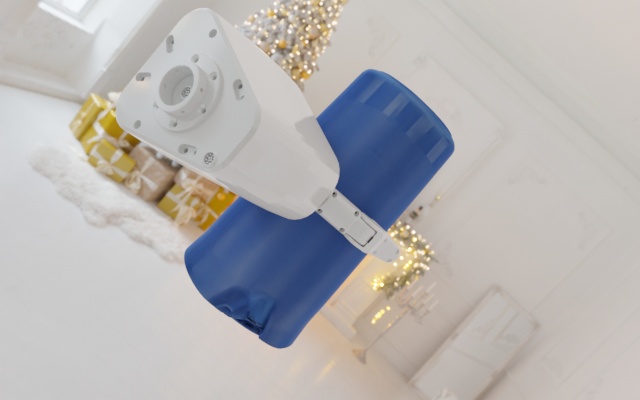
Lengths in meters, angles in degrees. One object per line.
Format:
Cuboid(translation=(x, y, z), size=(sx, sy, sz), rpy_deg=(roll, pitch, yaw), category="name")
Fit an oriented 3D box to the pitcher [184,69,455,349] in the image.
Cuboid(translation=(0.000, 0.001, 0.446), size=(0.149, 0.243, 0.145), rpy_deg=(47, 8, 30), category="pitcher")
